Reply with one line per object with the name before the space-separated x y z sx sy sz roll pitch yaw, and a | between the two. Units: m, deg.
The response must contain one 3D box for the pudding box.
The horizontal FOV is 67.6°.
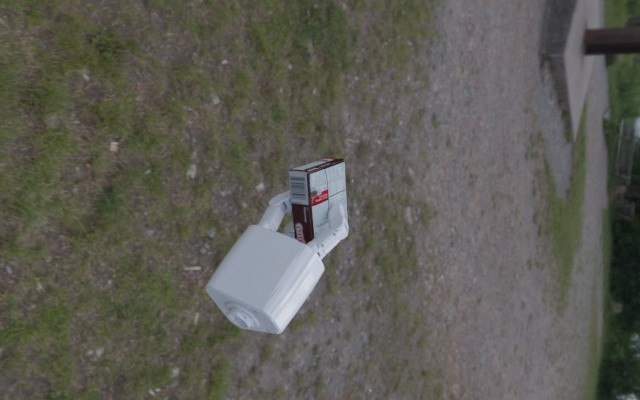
pudding box | 0.000 0.002 0.683 0.039 0.113 0.090 9 21 35
